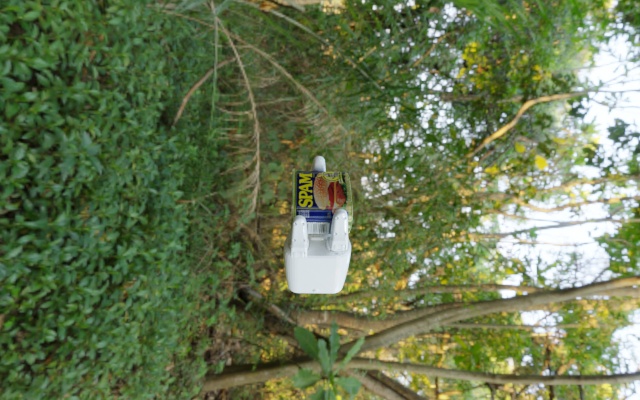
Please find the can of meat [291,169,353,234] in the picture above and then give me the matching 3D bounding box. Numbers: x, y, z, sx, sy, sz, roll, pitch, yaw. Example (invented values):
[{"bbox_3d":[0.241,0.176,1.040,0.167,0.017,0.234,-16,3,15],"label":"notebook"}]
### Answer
[{"bbox_3d":[0.000,0.002,0.687,0.084,0.102,0.057,1,-45,-3],"label":"can of meat"}]
